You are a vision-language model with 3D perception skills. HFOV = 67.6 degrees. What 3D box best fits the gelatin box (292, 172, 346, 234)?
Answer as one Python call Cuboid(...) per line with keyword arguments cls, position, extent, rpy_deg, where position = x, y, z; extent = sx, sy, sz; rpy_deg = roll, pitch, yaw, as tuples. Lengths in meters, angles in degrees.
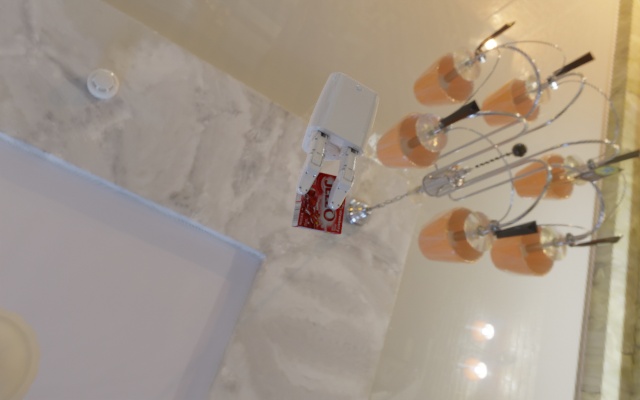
Cuboid(cls="gelatin box", position=(0.000, 0.003, 0.728), extent=(0.073, 0.089, 0.030), rpy_deg=(12, -9, -23))
